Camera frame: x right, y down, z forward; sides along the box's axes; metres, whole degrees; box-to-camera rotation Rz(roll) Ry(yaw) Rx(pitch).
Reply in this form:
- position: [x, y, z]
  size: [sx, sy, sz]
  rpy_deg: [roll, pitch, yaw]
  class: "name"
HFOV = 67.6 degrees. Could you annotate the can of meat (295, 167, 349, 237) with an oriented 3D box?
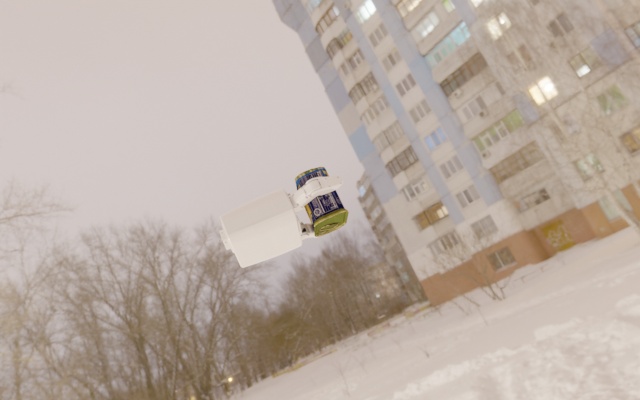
- position: [0.000, 0.002, 0.762]
  size: [0.057, 0.084, 0.102]
  rpy_deg: [-24, -15, -6]
  class: "can of meat"
